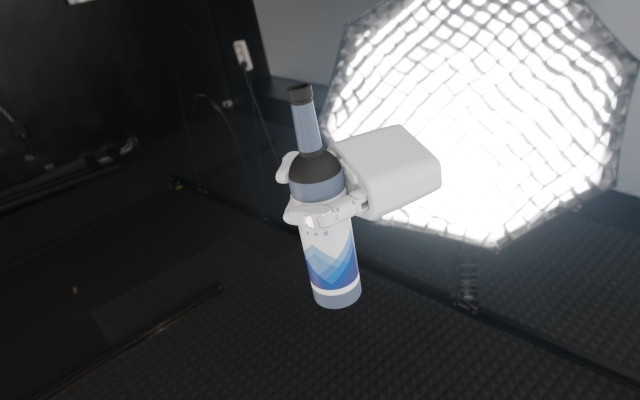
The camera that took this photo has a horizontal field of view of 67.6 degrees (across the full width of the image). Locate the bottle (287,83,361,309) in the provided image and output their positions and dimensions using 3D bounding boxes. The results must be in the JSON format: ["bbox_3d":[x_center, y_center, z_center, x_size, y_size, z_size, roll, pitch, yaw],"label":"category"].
[{"bbox_3d":[0.000,0.002,0.592,0.069,0.296,0.069,-8,29,5],"label":"bottle"}]
